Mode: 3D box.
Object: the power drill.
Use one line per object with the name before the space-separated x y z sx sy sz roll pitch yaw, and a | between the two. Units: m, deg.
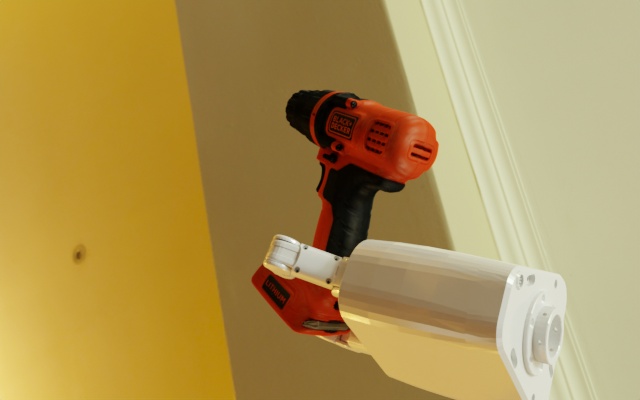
power drill | 0.000 0.002 0.403 0.057 0.188 0.184 11 12 -33
